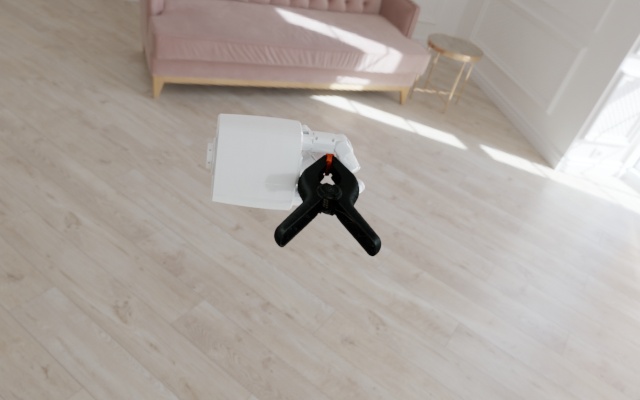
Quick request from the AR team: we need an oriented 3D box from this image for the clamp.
[{"bbox_3d":[0.000,0.001,0.585,0.120,0.039,0.171,5,38,-14],"label":"clamp"}]
